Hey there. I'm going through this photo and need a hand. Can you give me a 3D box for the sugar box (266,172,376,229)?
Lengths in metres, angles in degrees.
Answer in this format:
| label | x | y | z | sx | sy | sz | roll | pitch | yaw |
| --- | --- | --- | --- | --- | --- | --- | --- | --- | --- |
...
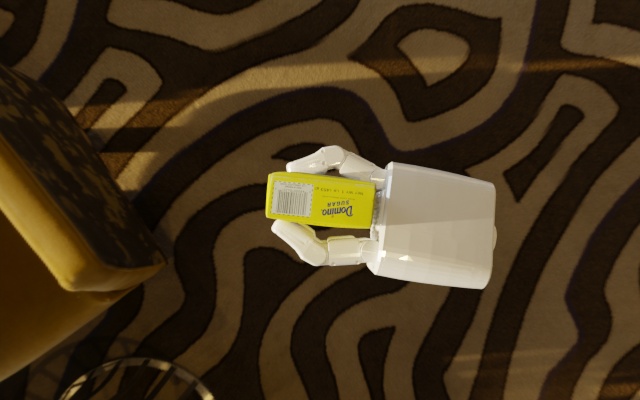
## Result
| label | x | y | z | sx | sy | sz | roll | pitch | yaw |
| --- | --- | --- | --- | --- | --- | --- | --- | --- | --- |
| sugar box | 0.000 | 0.002 | 0.489 | 0.093 | 0.048 | 0.176 | 7 | -3 | 1 |
